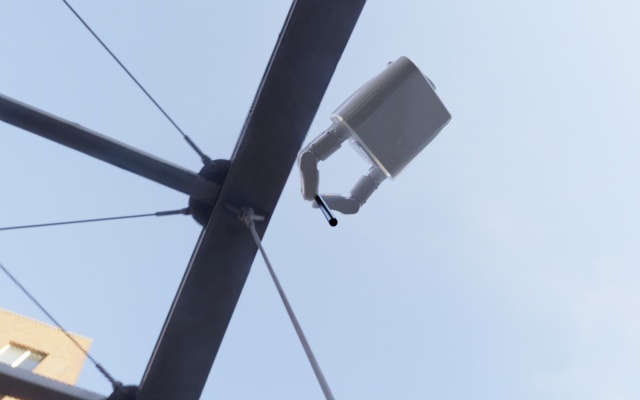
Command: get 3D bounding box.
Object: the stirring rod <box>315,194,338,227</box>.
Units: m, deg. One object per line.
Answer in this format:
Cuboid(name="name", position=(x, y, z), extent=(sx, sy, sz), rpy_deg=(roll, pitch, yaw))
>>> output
Cuboid(name="stirring rod", position=(0.000, 0.002, 0.525), extent=(0.011, 0.011, 0.239), rpy_deg=(0, 8, -5))
